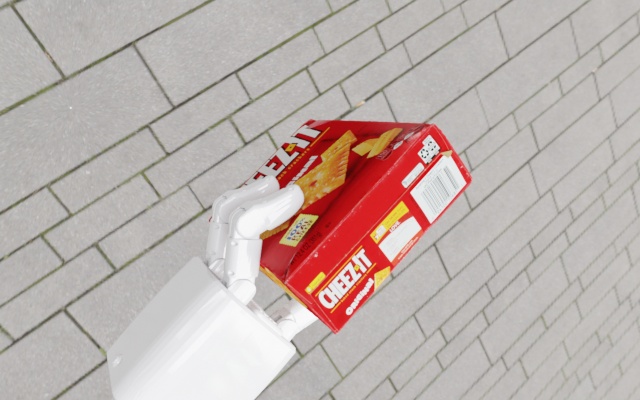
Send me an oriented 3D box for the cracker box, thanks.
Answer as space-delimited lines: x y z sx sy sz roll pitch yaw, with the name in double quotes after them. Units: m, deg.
0.000 0.002 0.435 0.072 0.164 0.213 50 -14 -26 "cracker box"
